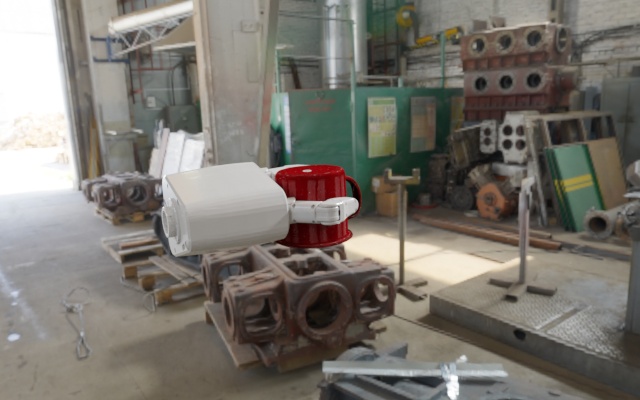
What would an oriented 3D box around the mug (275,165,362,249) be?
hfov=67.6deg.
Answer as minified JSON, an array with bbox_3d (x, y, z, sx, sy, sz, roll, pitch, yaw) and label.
[{"bbox_3d":[0.001,0.001,0.564,0.117,0.081,0.093,-10,14,-30],"label":"mug"}]
